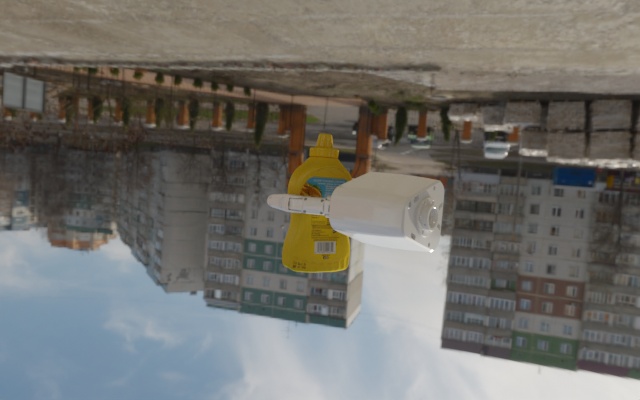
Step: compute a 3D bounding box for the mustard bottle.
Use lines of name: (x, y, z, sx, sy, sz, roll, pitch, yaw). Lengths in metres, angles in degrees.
mustard bottle: (0.000, 0.002, 0.674, 0.096, 0.191, 0.058, 3, 4, -26)
